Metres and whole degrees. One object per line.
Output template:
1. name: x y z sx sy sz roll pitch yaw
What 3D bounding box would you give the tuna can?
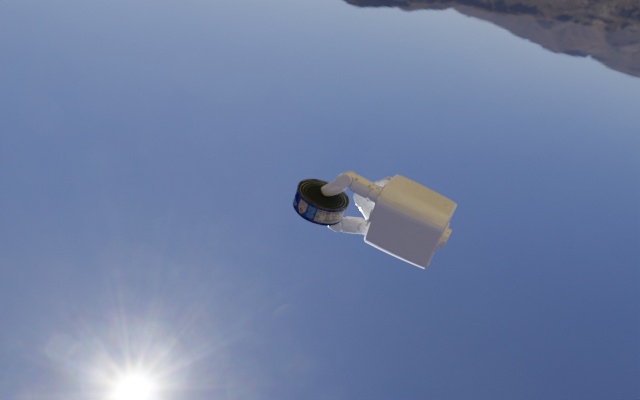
1. tuna can: 0.000 0.003 0.755 0.086 0.034 0.086 15 30 -9
